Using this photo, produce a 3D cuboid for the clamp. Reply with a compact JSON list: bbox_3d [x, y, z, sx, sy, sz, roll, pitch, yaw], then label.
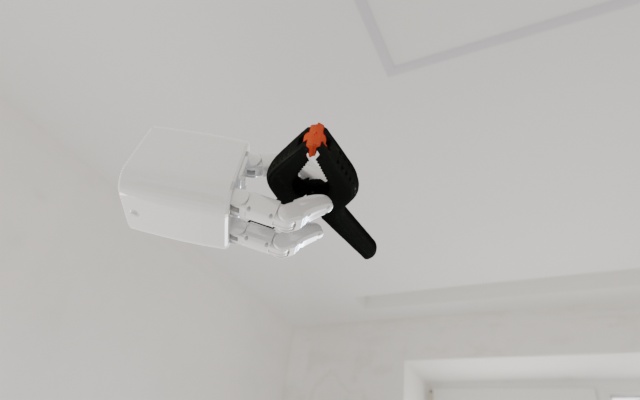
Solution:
[{"bbox_3d":[0.000,0.001,0.518,0.164,0.036,0.210,11,-35,-4],"label":"clamp"}]
